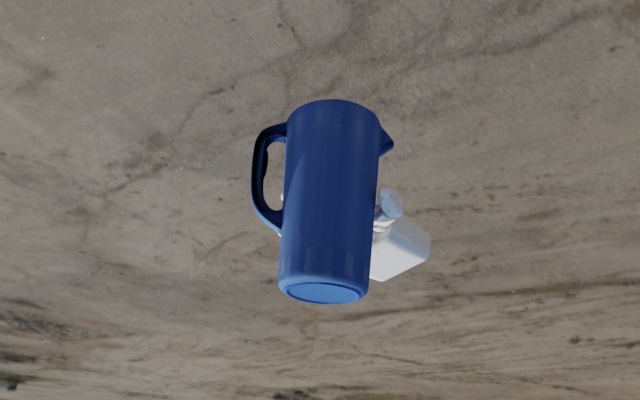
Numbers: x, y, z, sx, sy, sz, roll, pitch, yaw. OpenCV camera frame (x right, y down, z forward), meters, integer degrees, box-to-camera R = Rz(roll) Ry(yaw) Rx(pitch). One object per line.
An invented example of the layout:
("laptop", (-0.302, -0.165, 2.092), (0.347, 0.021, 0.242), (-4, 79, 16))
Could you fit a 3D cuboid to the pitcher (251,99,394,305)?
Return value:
("pitcher", (0.000, 0.002, 0.615), (0.149, 0.242, 0.145), (-18, -34, 37))
